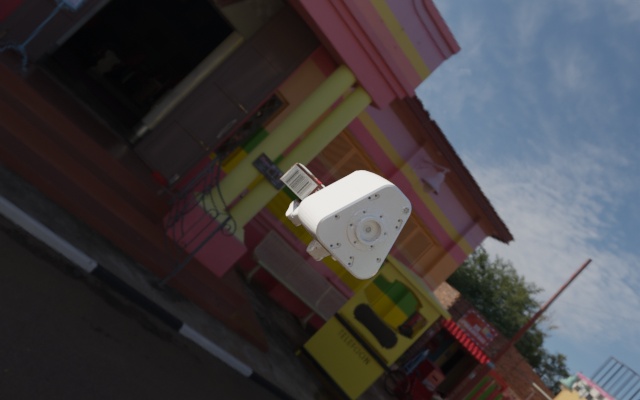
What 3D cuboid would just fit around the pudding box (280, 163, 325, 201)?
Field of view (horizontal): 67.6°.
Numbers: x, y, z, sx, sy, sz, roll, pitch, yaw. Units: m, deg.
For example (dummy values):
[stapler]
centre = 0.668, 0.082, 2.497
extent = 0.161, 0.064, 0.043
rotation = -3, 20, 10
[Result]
[pudding box]
centre = 0.000, 0.002, 0.696
extent = 0.039, 0.113, 0.090
rotation = -44, -13, 0
